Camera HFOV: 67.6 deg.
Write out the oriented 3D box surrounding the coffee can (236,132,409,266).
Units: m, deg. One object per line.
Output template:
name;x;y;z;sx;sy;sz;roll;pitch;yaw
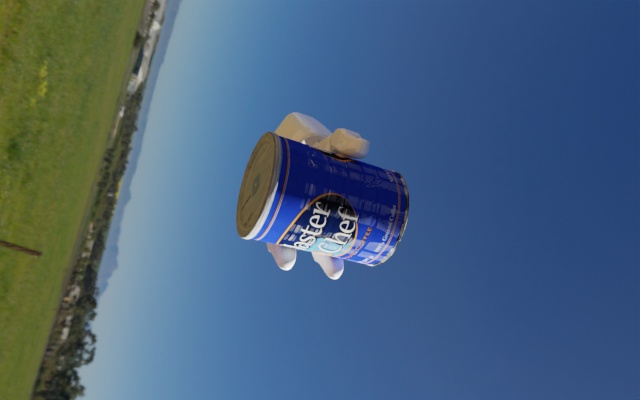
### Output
coffee can;0.000;0.002;0.471;0.140;0.103;0.103;15;-6;-23
